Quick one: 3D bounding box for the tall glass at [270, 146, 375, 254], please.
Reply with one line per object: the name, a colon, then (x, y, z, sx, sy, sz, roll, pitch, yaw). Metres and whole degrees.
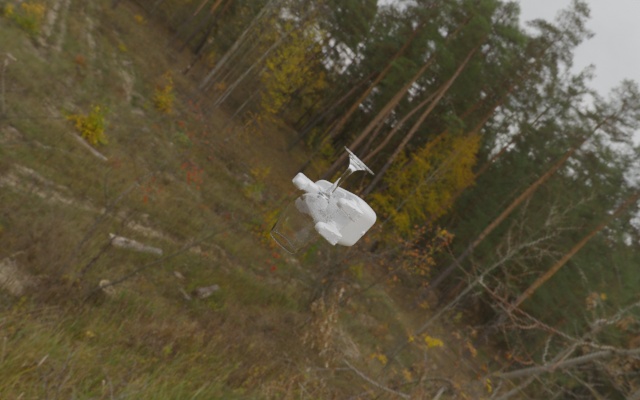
tall glass: (0.000, 0.002, 0.840, 0.079, 0.201, 0.079, 43, 6, -6)
